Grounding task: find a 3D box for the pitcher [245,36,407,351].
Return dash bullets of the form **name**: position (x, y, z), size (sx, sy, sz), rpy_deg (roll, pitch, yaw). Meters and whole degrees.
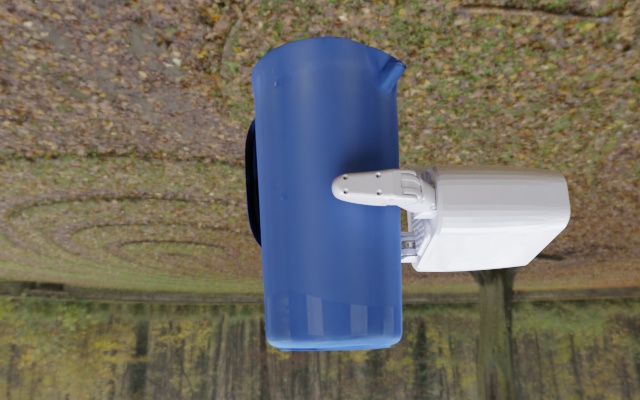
- **pitcher**: position (0.000, 0.001, 0.415), size (0.145, 0.242, 0.149), rpy_deg (-1, -15, -3)
